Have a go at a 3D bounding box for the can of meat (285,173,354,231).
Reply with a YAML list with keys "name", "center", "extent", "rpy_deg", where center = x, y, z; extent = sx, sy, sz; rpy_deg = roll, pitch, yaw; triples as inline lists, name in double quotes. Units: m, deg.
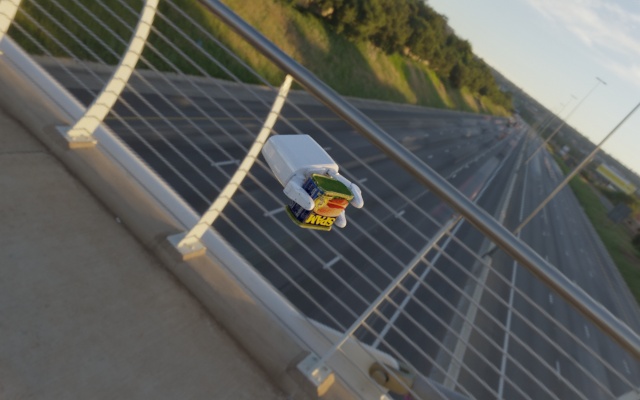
- name: "can of meat"
  center: [0.000, 0.003, 0.870]
  extent: [0.102, 0.084, 0.057]
  rpy_deg: [12, 33, -47]
